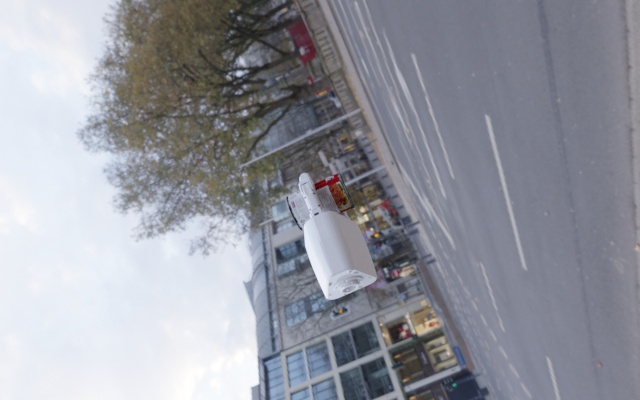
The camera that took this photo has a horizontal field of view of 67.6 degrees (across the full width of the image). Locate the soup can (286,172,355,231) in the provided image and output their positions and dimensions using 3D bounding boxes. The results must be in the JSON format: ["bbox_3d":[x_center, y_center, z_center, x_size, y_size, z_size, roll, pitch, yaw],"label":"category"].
[{"bbox_3d":[0.000,0.002,0.830,0.102,0.068,0.068,-25,-2,5],"label":"soup can"}]
